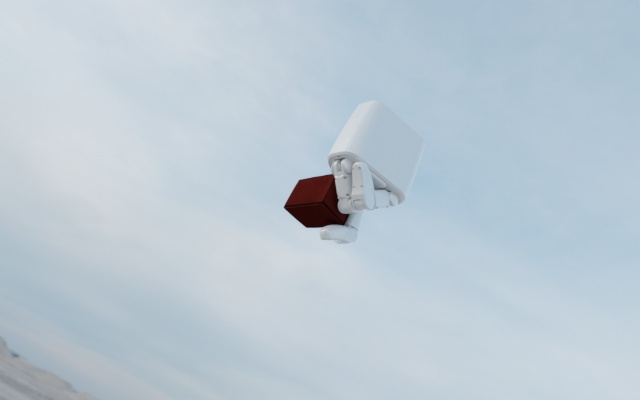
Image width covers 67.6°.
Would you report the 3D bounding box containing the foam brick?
[{"bbox_3d":[0.000,0.002,0.659,0.078,0.051,0.053,-6,-41,44],"label":"foam brick"}]
